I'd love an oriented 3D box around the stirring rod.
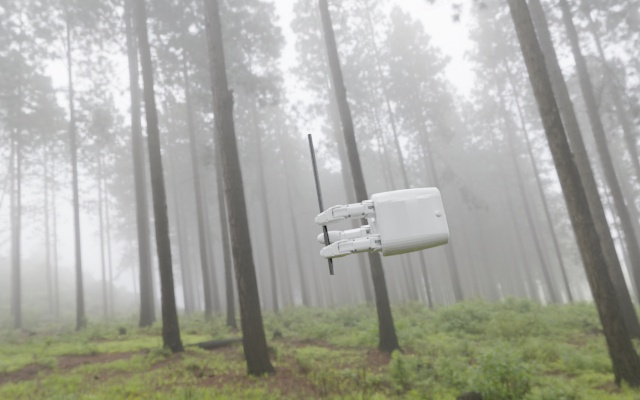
[{"bbox_3d":[0.000,0.003,0.787,0.011,0.239,0.011,-9,-13,-2],"label":"stirring rod"}]
